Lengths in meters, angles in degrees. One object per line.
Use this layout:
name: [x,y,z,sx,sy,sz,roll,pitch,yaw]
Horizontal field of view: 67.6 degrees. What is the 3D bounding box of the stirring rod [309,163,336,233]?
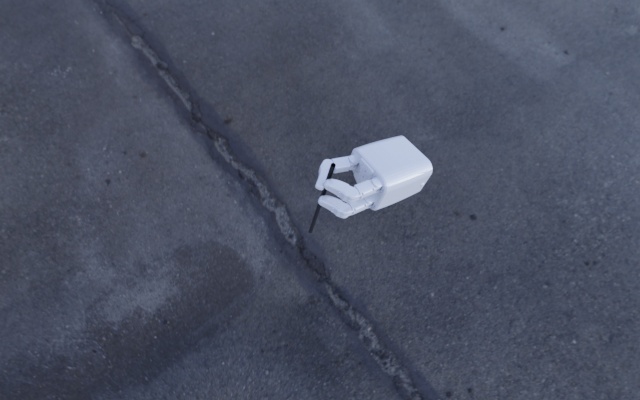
stirring rod: [0.000,0.003,0.870,0.011,0.011,0.240,0,-30,-11]
